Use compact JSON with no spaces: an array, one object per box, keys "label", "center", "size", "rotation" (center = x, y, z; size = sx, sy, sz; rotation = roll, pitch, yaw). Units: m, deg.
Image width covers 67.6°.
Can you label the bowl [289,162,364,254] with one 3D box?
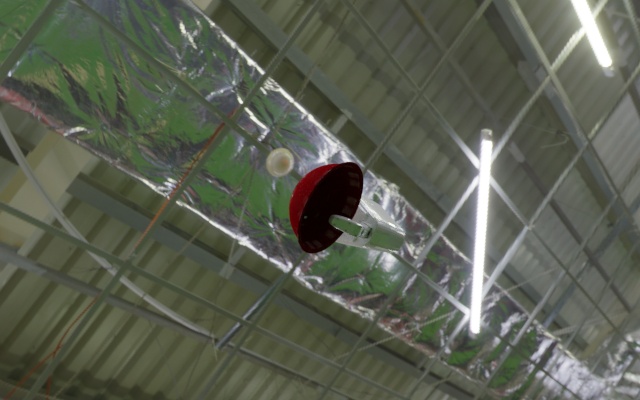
[{"label":"bowl","center":[-0.001,0.002,0.769],"size":[0.055,0.162,0.162],"rotation":[30,16,30]}]
